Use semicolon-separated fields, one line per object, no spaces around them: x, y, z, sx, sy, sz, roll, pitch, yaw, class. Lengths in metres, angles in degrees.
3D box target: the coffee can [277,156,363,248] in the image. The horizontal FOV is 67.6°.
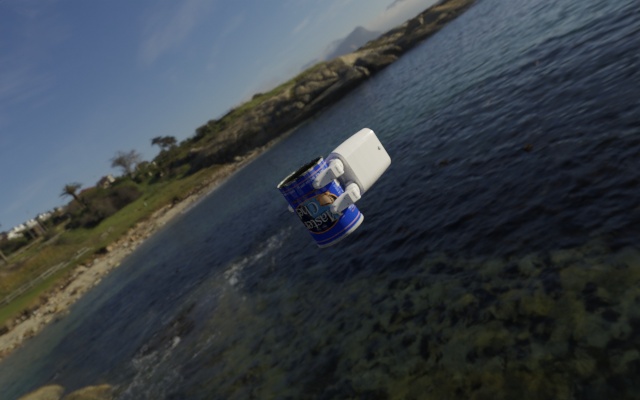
0.000;0.003;0.898;0.103;0.140;0.102;-33;12;8;coffee can
